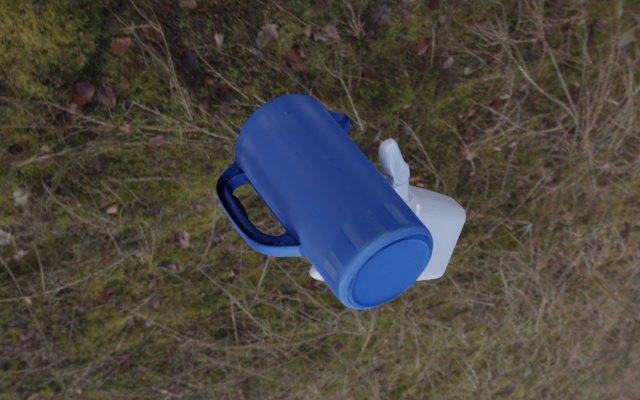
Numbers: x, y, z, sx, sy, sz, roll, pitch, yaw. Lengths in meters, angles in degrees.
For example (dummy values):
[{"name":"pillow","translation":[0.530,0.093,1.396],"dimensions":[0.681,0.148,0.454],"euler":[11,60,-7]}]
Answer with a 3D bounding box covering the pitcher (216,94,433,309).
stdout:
[{"name":"pitcher","translation":[0.000,0.002,0.521],"dimensions":[0.145,0.149,0.242],"euler":[12,29,-42]}]
